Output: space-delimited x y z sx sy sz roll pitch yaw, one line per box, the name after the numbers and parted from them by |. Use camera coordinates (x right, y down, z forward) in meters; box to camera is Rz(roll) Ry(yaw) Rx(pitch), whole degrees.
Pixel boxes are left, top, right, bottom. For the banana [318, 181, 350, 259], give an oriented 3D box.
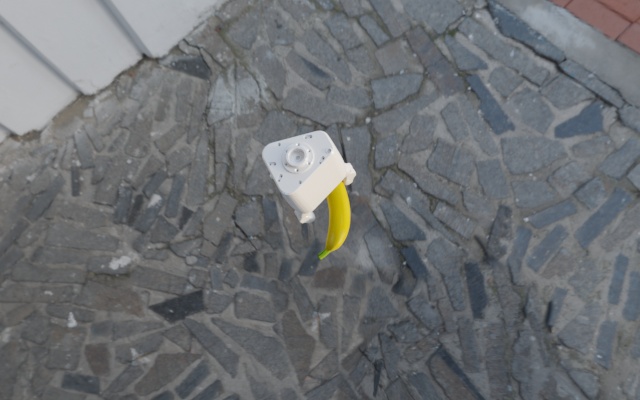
0.018 0.004 0.867 0.069 0.197 0.037 -8 -15 14 | banana
